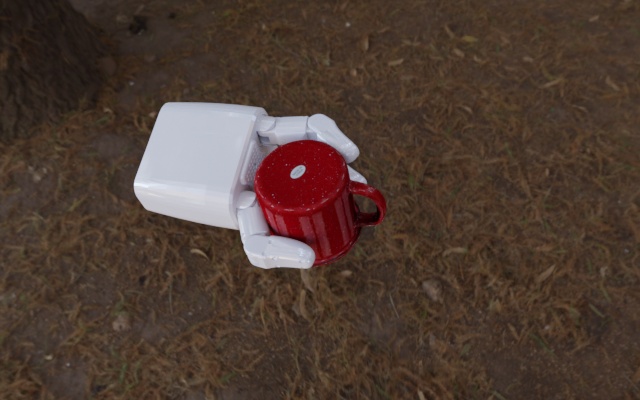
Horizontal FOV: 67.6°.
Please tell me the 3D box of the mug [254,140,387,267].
[{"bbox_3d":[0.001,0.001,0.427,0.117,0.093,0.082,6,-33,15],"label":"mug"}]
